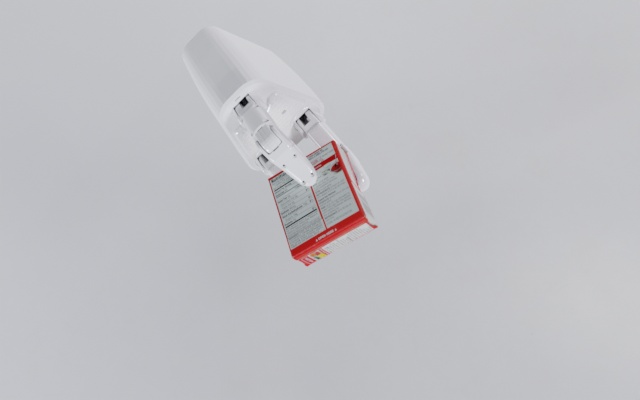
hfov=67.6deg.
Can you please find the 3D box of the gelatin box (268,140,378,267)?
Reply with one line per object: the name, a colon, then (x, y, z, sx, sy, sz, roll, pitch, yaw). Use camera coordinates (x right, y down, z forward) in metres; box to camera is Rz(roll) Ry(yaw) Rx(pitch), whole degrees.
gelatin box: (0.000, 0.001, 0.418, 0.073, 0.089, 0.030, -31, -34, 16)
